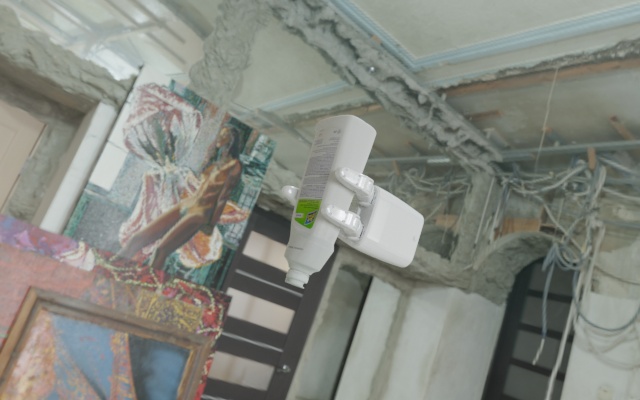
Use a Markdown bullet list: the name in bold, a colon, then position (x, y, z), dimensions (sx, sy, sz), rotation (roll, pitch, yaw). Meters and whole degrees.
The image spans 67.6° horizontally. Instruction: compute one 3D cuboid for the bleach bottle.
- **bleach bottle**: position (0.000, 0.002, 0.695), dimensions (0.068, 0.250, 0.102), rotation (28, -15, -30)
